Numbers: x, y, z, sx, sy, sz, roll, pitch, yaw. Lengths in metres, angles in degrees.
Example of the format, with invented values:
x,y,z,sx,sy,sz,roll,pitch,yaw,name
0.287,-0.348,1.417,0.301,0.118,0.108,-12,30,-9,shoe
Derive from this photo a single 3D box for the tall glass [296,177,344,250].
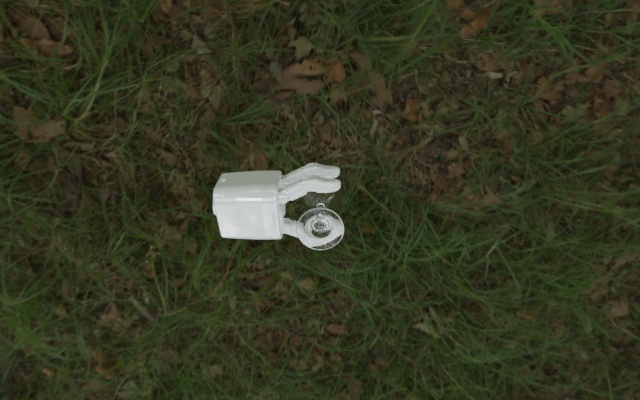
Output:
x,y,z,sx,sy,sz,roll,pitch,yaw,name
0.000,0.003,0.826,0.079,0.079,0.201,0,25,1,tall glass
